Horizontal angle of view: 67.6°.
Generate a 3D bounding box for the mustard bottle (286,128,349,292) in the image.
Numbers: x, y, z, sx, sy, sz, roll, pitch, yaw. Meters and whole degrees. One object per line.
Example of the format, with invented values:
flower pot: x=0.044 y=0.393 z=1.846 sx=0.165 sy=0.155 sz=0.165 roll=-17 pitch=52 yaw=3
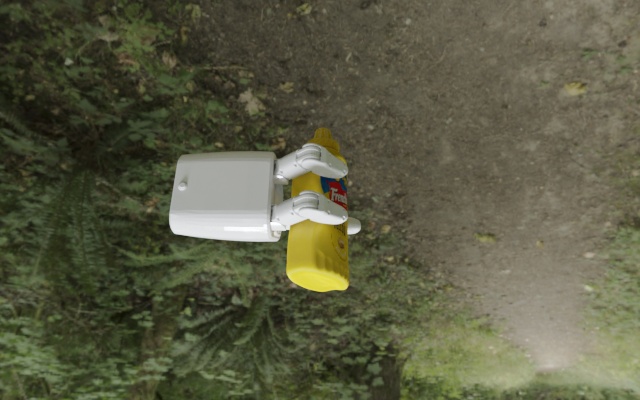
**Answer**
mustard bottle: x=0.000 y=0.002 z=0.551 sx=0.058 sy=0.191 sz=0.096 roll=-10 pitch=-26 yaw=24
